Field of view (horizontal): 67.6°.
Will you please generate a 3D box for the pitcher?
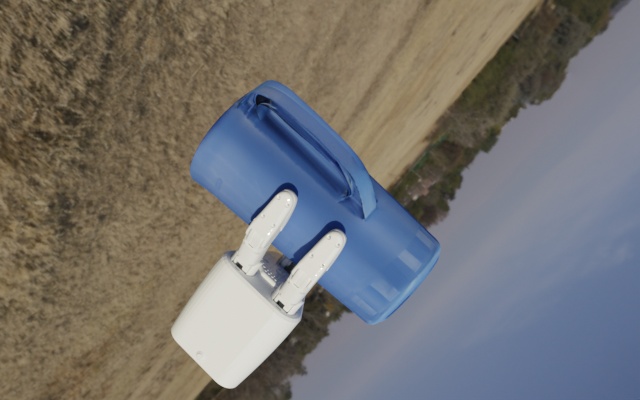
[{"bbox_3d":[0.000,0.002,0.475,0.243,0.145,0.149,42,14,7],"label":"pitcher"}]
